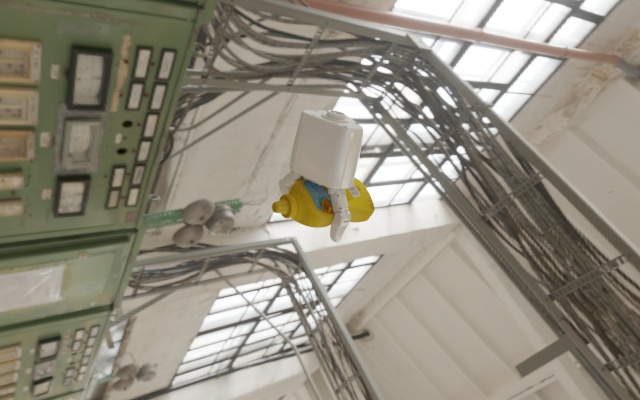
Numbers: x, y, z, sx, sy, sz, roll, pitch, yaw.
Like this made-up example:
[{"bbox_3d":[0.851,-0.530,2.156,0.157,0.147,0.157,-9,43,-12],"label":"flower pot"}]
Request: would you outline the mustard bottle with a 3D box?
[{"bbox_3d":[0.000,0.003,0.841,0.191,0.096,0.058,-6,-36,-38],"label":"mustard bottle"}]
